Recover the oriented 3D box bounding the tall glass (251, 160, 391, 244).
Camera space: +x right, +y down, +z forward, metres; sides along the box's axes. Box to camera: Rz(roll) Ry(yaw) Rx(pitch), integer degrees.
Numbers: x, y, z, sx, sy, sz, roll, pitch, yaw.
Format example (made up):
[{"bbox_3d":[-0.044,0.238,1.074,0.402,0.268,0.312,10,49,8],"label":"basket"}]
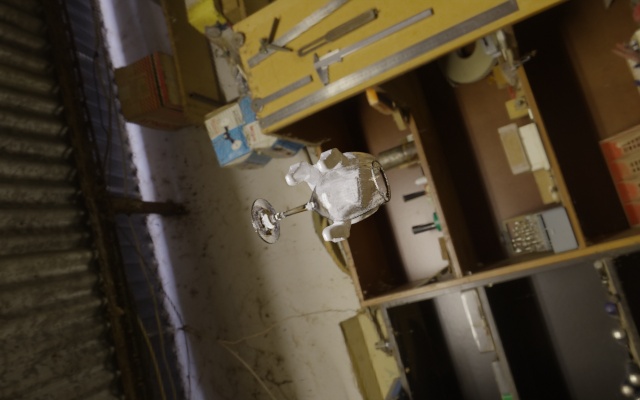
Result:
[{"bbox_3d":[-0.001,0.003,0.707,0.201,0.079,0.079,-19,-8,24],"label":"tall glass"}]
